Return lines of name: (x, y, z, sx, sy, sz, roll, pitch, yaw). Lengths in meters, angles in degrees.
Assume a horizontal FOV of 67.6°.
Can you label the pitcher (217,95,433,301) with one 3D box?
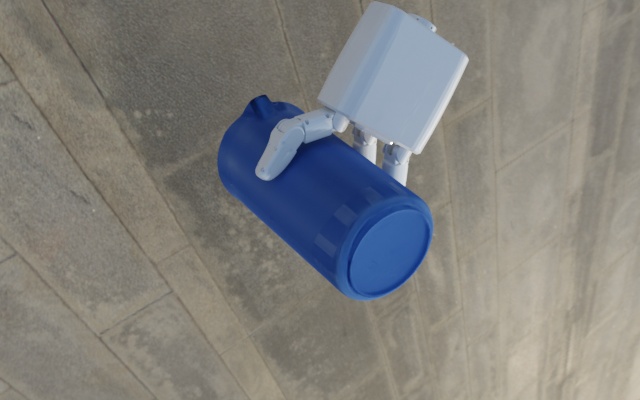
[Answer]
pitcher: (0.000, 0.001, 0.503, 0.149, 0.145, 0.242, 20, 13, -41)
